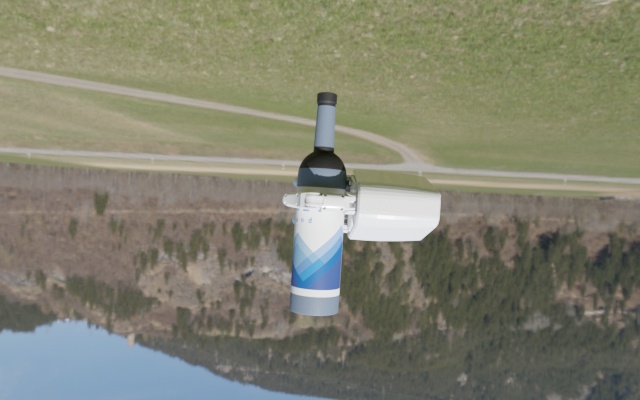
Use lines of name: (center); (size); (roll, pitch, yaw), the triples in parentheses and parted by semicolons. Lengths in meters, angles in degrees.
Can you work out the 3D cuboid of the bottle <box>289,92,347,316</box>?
bottle: (0.000, 0.002, 0.649); (0.069, 0.295, 0.069); (4, -1, 0)
